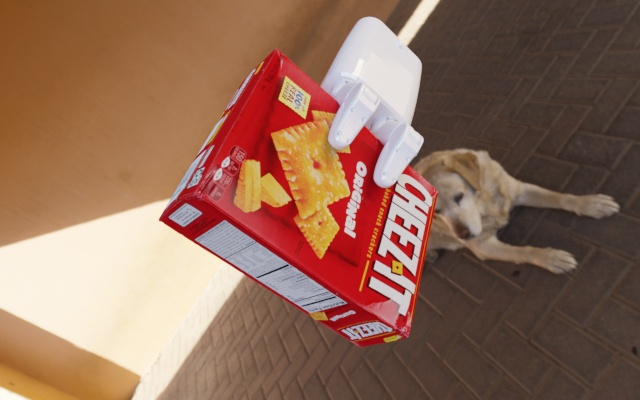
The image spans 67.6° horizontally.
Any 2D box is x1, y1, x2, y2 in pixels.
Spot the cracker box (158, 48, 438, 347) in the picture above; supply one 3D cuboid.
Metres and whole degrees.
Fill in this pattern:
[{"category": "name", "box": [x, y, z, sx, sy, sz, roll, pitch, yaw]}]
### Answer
[{"category": "cracker box", "box": [0.000, 0.001, 0.413, 0.214, 0.164, 0.072, 37, -38, -21]}]
